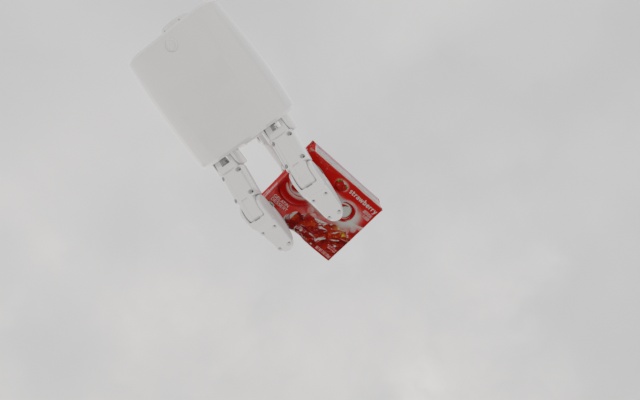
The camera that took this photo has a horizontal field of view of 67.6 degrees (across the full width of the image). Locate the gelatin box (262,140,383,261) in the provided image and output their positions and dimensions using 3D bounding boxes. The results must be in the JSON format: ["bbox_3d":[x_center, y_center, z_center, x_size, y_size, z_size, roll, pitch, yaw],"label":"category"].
[{"bbox_3d":[0.000,0.001,0.442,0.089,0.073,0.030,40,17,-15],"label":"gelatin box"}]
